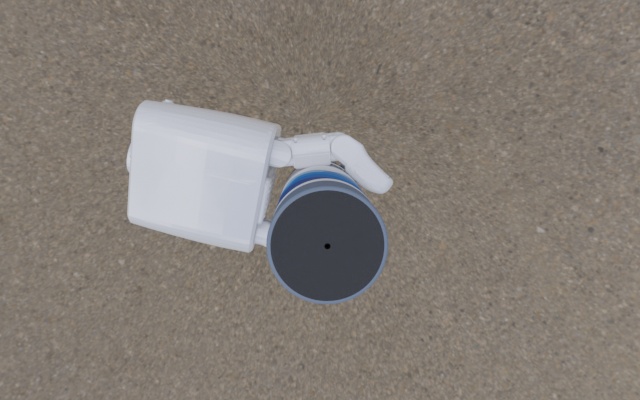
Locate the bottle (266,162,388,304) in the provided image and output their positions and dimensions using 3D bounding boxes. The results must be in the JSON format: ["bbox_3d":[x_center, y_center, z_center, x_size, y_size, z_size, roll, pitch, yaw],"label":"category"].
[{"bbox_3d":[0.000,0.001,0.403,0.069,0.069,0.295,0,9,-1],"label":"bottle"}]
